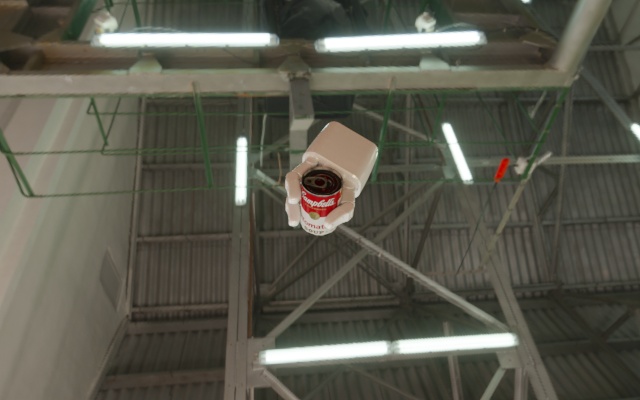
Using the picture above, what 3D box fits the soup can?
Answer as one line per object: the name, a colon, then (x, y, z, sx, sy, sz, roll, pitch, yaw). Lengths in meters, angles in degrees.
soup can: (0.000, 0.003, 0.798, 0.068, 0.068, 0.102, 0, -43, -4)
